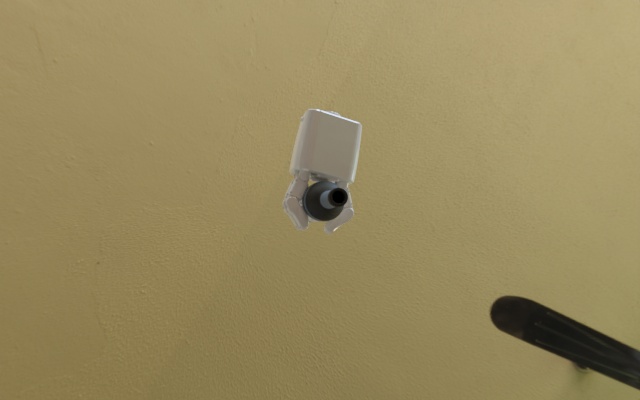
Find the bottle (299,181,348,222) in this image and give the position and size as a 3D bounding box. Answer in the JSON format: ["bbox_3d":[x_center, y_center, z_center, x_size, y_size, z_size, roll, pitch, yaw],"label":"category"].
[{"bbox_3d":[0.000,0.003,0.813,0.069,0.069,0.296,0,-3,-10],"label":"bottle"}]
